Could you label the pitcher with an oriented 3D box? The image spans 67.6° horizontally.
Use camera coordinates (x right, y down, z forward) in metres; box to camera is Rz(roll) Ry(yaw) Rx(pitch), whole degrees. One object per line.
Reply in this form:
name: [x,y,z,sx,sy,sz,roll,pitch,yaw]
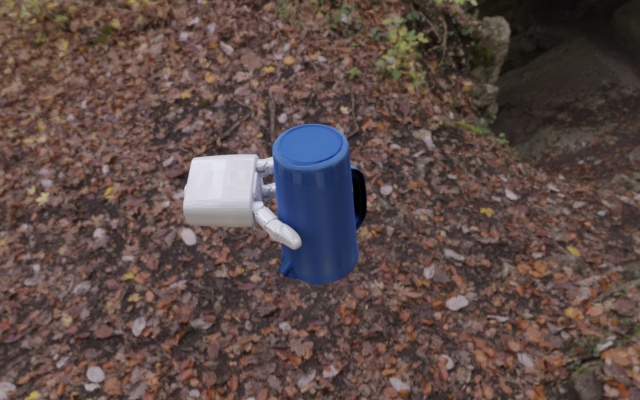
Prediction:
pitcher: [0.000,0.002,0.746,0.145,0.243,0.149,1,44,5]
